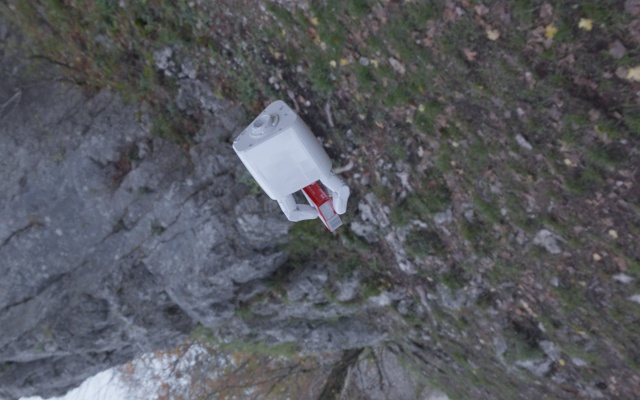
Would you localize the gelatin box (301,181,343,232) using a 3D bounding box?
[{"bbox_3d":[0.000,0.003,0.832,0.030,0.073,0.089,-35,-37,-5],"label":"gelatin box"}]
